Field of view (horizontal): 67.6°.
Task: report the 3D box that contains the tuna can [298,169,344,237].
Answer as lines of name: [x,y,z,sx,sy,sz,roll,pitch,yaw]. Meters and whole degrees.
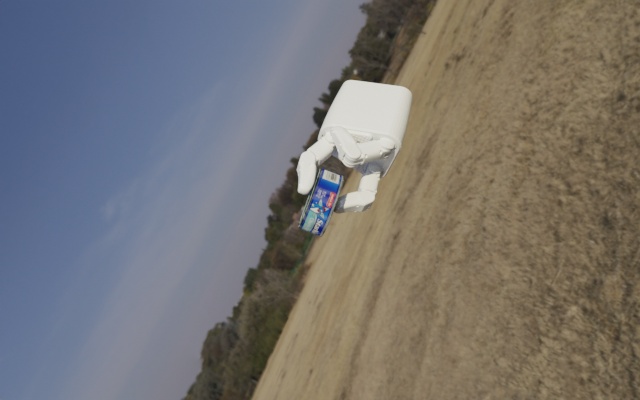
tuna can: [0.000,0.002,0.630,0.034,0.086,0.086,20,-2,-4]
